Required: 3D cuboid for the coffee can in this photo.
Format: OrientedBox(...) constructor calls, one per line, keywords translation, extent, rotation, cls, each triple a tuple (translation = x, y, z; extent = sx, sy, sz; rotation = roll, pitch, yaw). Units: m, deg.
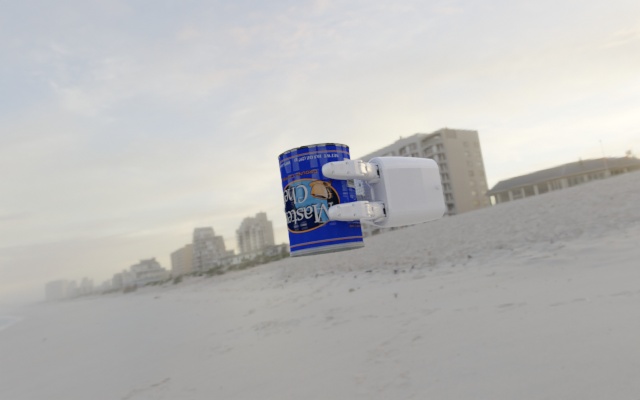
OrientedBox(translation=(0.000, 0.002, 0.659), extent=(0.103, 0.140, 0.103), rotation=(-8, -8, -1), cls="coffee can")
